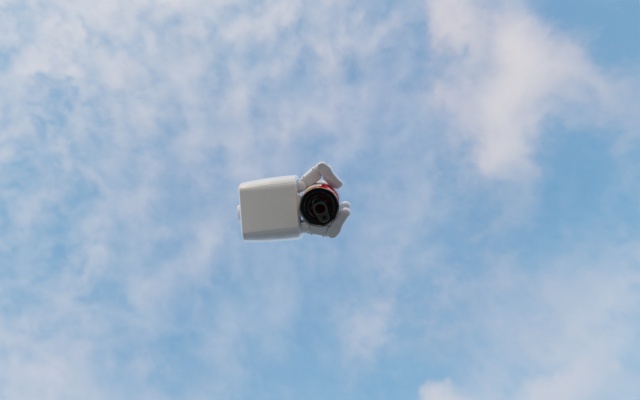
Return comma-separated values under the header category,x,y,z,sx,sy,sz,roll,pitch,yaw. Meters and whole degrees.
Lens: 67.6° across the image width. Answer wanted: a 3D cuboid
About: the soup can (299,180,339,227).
category,x,y,z,sx,sy,sz,roll,pitch,yaw
soup can,0.001,0.003,0.853,0.068,0.068,0.102,0,10,3
